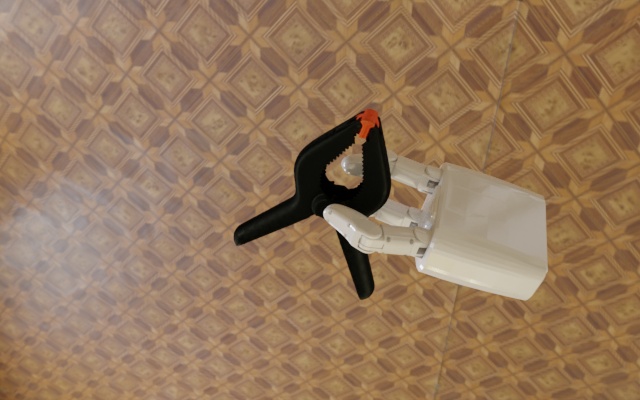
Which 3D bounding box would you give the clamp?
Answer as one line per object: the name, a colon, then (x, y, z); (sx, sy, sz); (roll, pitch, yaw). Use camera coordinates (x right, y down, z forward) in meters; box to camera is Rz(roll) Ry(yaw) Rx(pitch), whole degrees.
clamp: (0.000, 0.002, 0.474); (0.164, 0.210, 0.036); (17, 36, 3)
